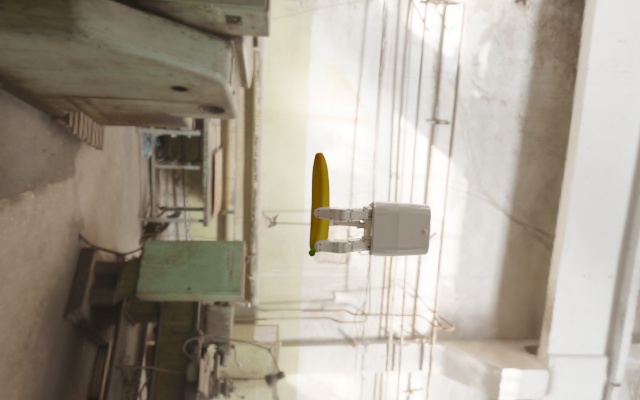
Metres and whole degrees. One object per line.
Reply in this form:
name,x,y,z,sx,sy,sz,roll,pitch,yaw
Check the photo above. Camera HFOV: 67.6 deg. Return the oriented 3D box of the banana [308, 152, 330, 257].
banana,0.000,0.012,0.884,0.037,0.197,0.070,2,-18,0
